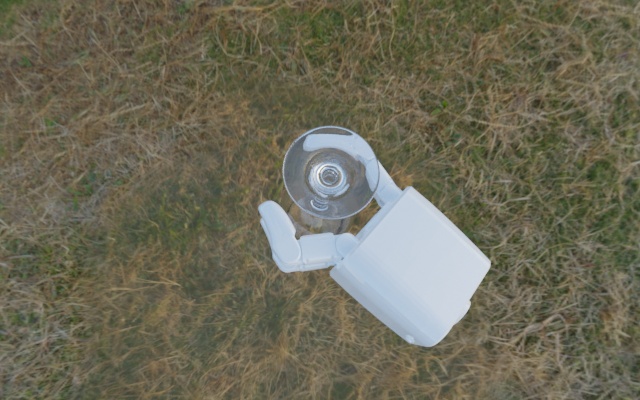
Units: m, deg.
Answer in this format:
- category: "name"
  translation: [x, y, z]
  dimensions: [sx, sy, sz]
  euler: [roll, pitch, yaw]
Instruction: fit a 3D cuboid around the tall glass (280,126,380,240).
- category: "tall glass"
  translation: [0.000, 0.001, 0.457]
  dimensions: [0.079, 0.079, 0.201]
  euler: [0, -13, -5]
